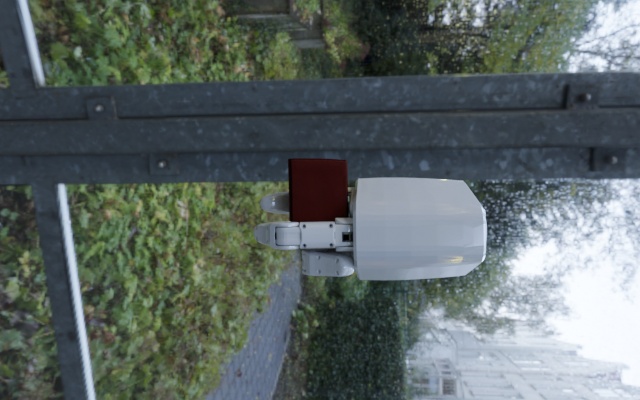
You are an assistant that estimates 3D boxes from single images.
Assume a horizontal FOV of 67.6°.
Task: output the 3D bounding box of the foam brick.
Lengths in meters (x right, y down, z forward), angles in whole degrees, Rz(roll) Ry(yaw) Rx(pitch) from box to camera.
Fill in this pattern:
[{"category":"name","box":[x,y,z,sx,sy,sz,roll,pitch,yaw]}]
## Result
[{"category":"foam brick","box":[0.000,0.001,0.439,0.051,0.078,0.053,-1,1,6]}]
